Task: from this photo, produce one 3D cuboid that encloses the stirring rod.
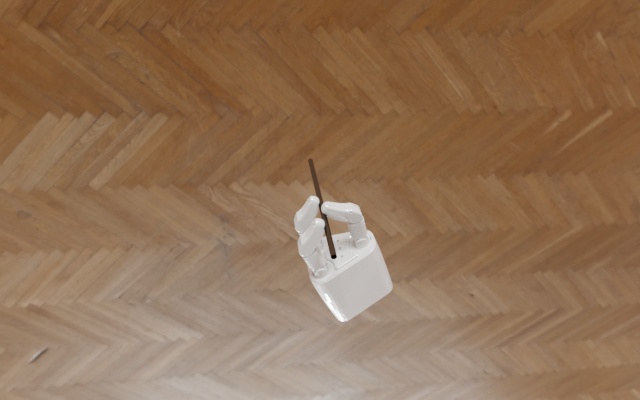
[{"bbox_3d":[0.000,0.002,0.698,0.011,0.011,0.239,0,35,-10],"label":"stirring rod"}]
